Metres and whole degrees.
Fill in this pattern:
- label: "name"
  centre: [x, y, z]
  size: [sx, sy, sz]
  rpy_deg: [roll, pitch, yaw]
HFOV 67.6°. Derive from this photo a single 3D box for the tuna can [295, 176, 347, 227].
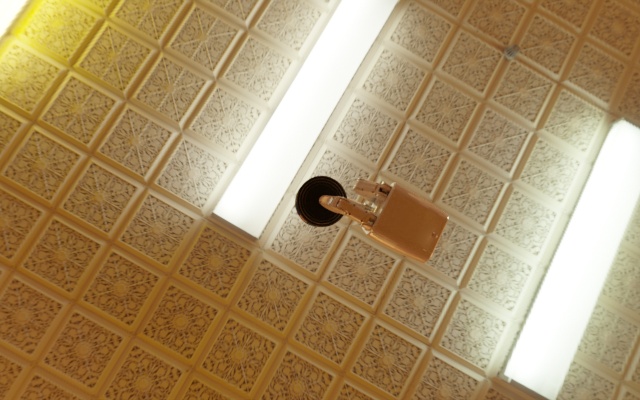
- label: "tuna can"
  centre: [0.000, 0.003, 0.805]
  size: [0.086, 0.086, 0.034]
  rpy_deg: [0, -5, -10]
